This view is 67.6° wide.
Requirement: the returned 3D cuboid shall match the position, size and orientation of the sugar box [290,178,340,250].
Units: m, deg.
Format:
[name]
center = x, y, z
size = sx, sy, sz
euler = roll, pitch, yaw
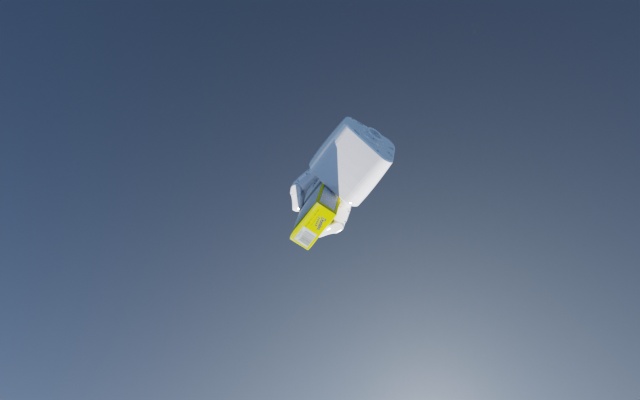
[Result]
[sugar box]
center = 0.001, 0.003, 0.866
size = 0.048, 0.093, 0.176
euler = 35, 29, -7
